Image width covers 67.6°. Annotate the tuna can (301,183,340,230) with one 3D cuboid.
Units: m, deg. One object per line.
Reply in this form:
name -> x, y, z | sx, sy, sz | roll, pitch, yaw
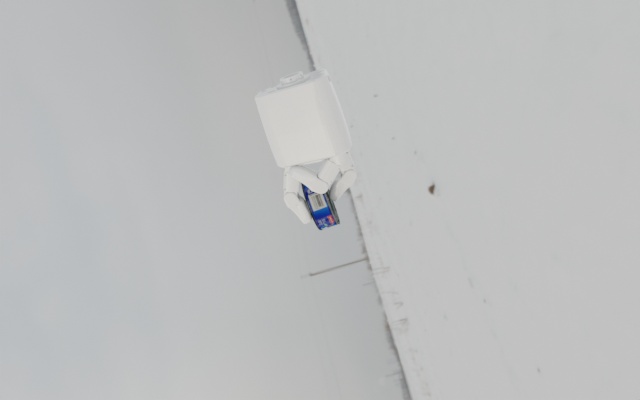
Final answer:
tuna can -> 0.000, 0.003, 0.744 | 0.034, 0.086, 0.086 | -21, -2, 5
